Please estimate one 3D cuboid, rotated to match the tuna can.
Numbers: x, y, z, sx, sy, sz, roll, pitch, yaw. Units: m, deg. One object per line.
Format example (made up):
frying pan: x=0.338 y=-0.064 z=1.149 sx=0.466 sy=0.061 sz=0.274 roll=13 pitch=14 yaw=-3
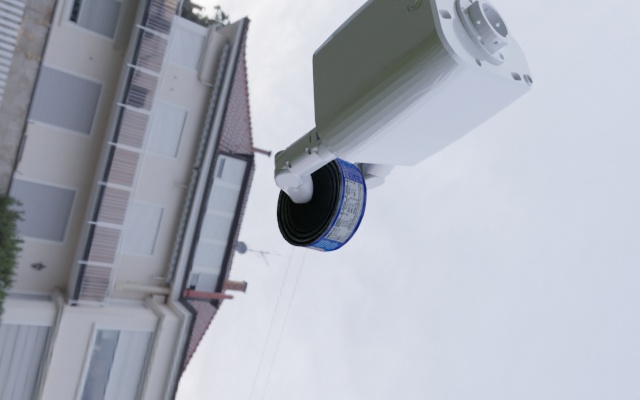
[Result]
tuna can: x=0.000 y=0.002 z=0.419 sx=0.034 sy=0.086 sz=0.086 roll=18 pitch=-11 yaw=-38
